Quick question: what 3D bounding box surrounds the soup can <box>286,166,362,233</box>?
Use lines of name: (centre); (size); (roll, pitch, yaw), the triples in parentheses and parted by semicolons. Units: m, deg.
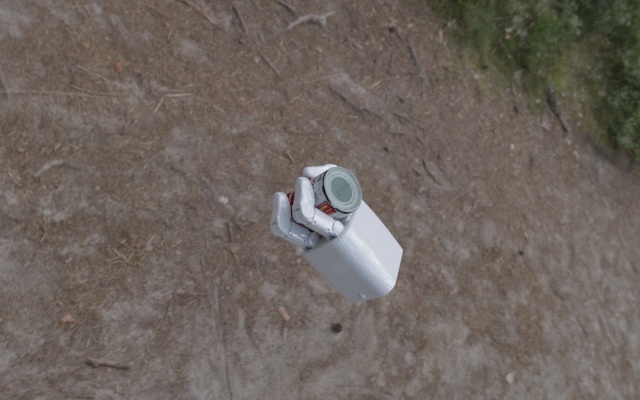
soup can: (0.000, 0.002, 0.661); (0.068, 0.068, 0.102); (0, -19, -39)
